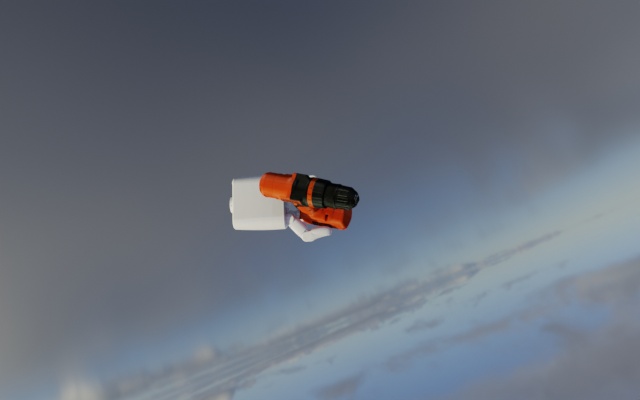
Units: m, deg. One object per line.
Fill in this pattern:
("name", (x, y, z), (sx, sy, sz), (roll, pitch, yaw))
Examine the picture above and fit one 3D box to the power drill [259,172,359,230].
("power drill", (0.000, 0.003, 0.888), (0.184, 0.057, 0.188), (12, -14, 22))
